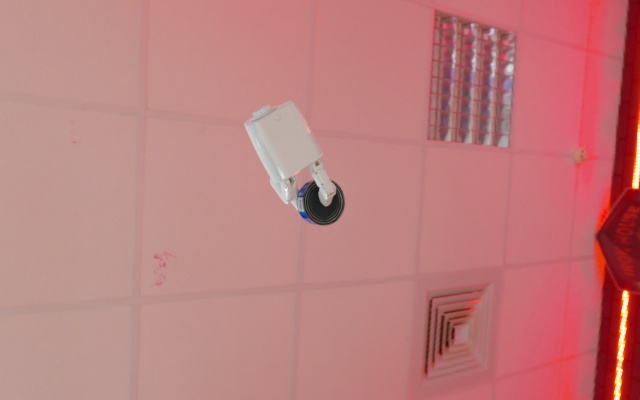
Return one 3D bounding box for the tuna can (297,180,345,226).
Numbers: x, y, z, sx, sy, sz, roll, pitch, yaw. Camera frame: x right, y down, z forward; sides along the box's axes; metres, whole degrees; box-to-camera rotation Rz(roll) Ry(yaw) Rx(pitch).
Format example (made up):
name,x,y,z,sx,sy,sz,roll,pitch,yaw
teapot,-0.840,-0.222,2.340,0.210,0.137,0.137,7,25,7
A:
name,x,y,z,sx,sy,sz,roll,pitch,yaw
tuna can,0.000,0.003,0.875,0.086,0.086,0.034,0,0,-28
